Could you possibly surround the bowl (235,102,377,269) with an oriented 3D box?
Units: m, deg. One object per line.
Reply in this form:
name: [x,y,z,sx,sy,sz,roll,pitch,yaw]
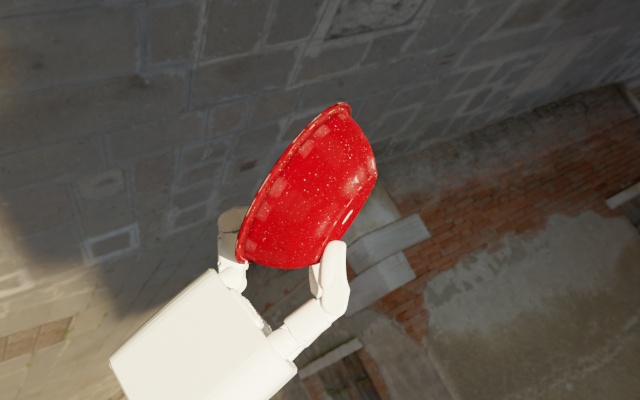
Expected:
bowl: [0.001,0.000,0.402,0.055,0.162,0.162,34,7,11]
